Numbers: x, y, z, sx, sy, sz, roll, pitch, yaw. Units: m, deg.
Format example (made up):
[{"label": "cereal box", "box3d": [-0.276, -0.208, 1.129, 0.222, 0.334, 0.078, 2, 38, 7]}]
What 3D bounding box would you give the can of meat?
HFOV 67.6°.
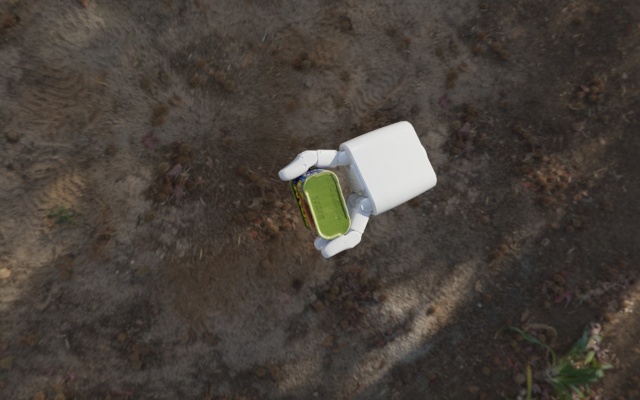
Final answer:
[{"label": "can of meat", "box3d": [0.000, 0.002, 0.699, 0.057, 0.102, 0.084, -21, 12, -11]}]
